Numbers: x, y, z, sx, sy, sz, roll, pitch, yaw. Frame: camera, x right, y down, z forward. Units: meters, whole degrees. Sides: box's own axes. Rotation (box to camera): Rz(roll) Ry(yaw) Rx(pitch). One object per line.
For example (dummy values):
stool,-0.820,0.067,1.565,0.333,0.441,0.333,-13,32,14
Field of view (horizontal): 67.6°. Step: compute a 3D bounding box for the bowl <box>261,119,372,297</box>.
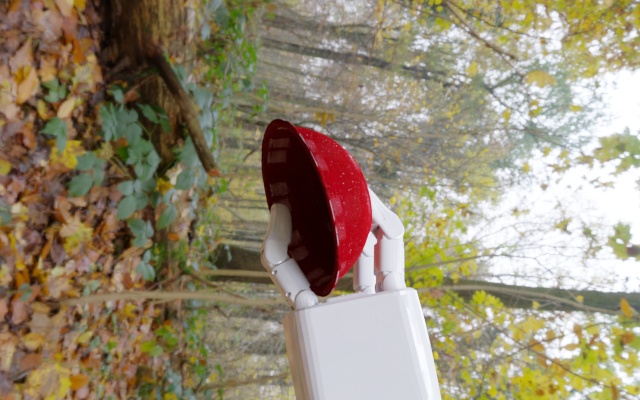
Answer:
bowl,0.000,0.000,0.434,0.055,0.162,0.162,-16,6,-22
